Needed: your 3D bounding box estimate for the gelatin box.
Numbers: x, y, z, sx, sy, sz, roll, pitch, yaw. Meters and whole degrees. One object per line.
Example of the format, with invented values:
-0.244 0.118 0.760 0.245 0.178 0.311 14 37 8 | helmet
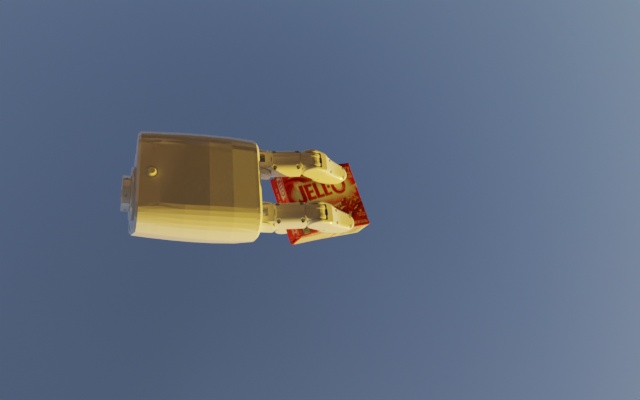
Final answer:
0.000 0.002 0.501 0.089 0.073 0.030 -8 -19 -32 | gelatin box
